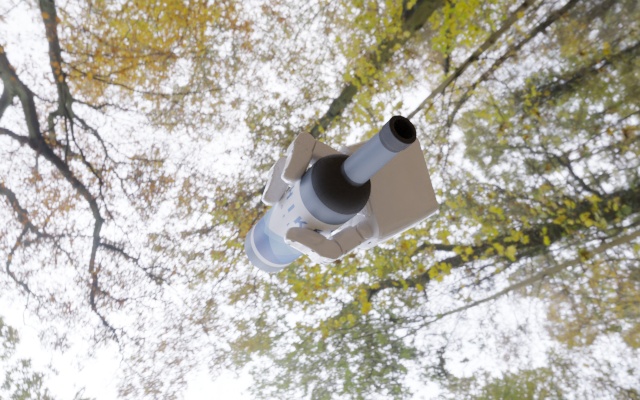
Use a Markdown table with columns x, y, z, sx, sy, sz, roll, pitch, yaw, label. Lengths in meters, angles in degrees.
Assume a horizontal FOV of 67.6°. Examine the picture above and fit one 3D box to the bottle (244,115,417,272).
| x | y | z | sx | sy | sz | roll | pitch | yaw | label |
| --- | --- | --- | --- | --- | --- | --- | --- | --- | --- |
| 0.000 | 0.002 | 0.502 | 0.069 | 0.069 | 0.296 | 0 | -24 | -30 | bottle |
